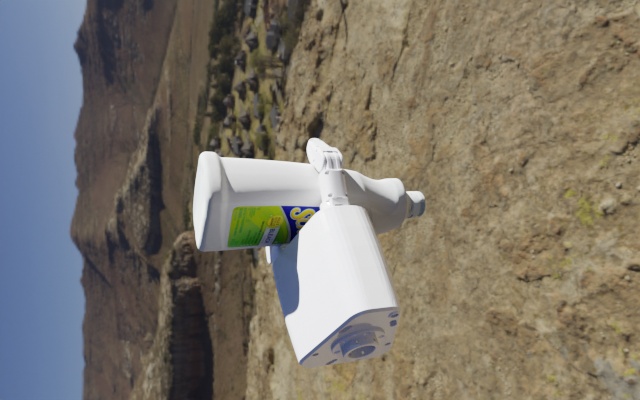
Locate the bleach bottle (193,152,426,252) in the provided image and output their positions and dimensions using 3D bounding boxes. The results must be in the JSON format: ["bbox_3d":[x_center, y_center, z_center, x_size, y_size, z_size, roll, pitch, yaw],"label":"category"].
[{"bbox_3d":[0.000,0.002,0.501,0.251,0.068,0.103,-1,-39,-22],"label":"bleach bottle"}]
